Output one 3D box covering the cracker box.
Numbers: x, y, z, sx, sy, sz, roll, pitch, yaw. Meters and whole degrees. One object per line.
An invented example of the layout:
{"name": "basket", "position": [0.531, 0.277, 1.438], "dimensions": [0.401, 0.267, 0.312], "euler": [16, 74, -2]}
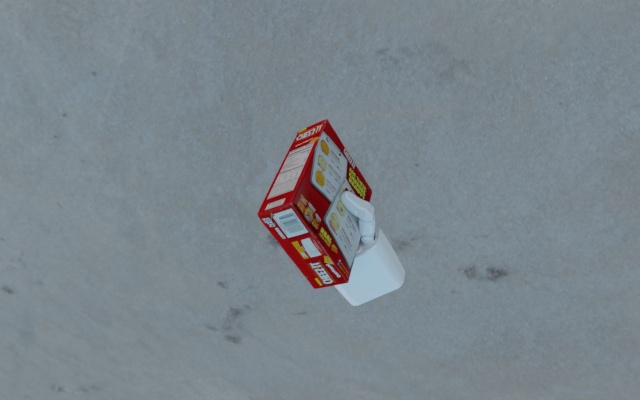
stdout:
{"name": "cracker box", "position": [0.000, 0.003, 0.747], "dimensions": [0.072, 0.164, 0.213], "euler": [-17, 33, 29]}
